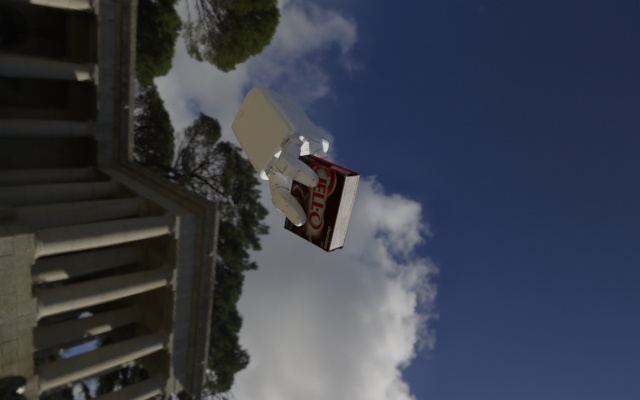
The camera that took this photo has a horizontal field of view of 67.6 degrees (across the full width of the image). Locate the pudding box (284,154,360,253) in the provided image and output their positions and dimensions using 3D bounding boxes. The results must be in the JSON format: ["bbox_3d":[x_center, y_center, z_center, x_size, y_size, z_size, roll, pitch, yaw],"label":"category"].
[{"bbox_3d":[0.000,0.002,0.659,0.090,0.113,0.039,26,24,38],"label":"pudding box"}]
